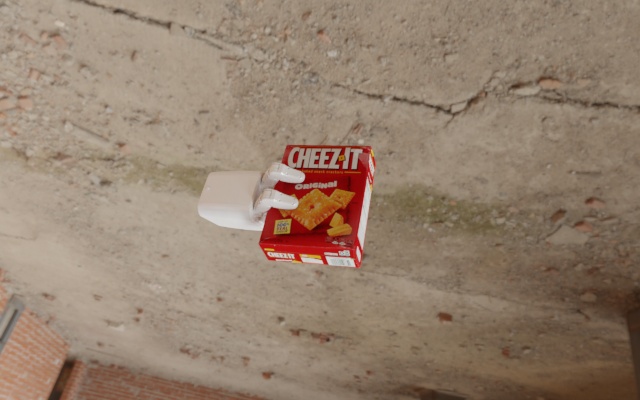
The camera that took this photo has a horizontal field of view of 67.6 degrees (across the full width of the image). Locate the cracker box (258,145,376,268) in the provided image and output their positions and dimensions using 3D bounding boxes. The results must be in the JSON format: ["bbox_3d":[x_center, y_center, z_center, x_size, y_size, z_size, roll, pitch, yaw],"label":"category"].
[{"bbox_3d":[0.000,0.003,0.832,0.164,0.213,0.072,3,-32,15],"label":"cracker box"}]
